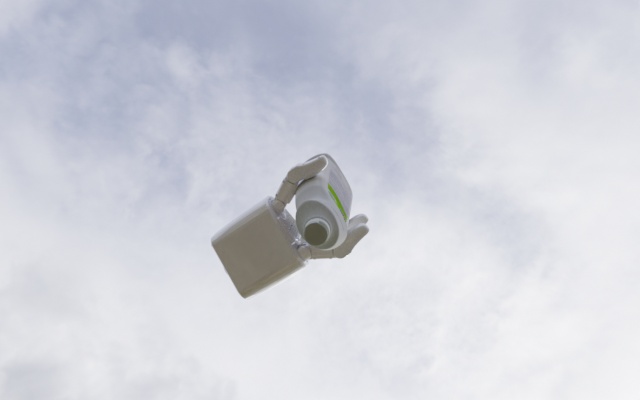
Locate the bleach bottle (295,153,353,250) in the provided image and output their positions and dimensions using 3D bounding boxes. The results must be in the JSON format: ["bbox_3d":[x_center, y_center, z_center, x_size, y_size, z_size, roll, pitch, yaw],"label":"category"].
[{"bbox_3d":[0.000,0.002,0.675,0.068,0.102,0.250,-32,9,12],"label":"bleach bottle"}]
